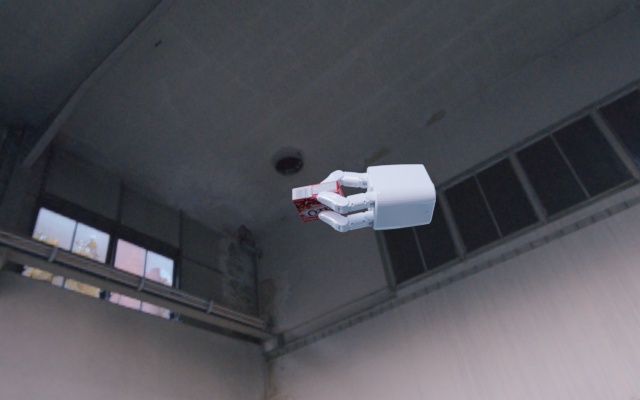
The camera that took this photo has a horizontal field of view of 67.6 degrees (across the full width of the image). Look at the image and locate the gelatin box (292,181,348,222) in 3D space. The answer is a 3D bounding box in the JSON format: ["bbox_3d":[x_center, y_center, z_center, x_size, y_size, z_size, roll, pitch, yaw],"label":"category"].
[{"bbox_3d":[0.000,0.003,0.885,0.089,0.030,0.073,-10,-38,11],"label":"gelatin box"}]
